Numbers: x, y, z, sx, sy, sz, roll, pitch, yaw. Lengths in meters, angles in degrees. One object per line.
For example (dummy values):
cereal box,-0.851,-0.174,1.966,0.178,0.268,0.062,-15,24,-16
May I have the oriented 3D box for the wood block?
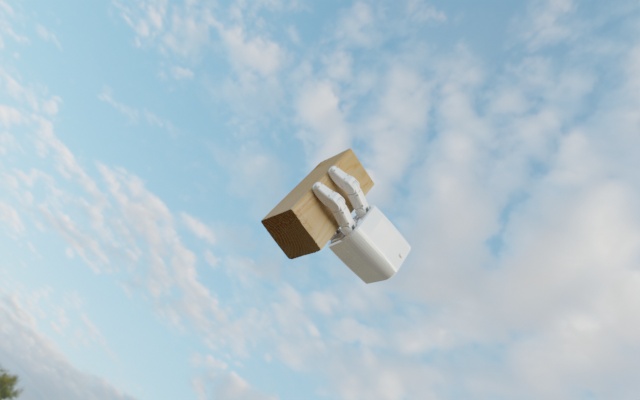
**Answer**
wood block,0.000,0.003,0.872,0.091,0.090,0.206,-23,18,45
